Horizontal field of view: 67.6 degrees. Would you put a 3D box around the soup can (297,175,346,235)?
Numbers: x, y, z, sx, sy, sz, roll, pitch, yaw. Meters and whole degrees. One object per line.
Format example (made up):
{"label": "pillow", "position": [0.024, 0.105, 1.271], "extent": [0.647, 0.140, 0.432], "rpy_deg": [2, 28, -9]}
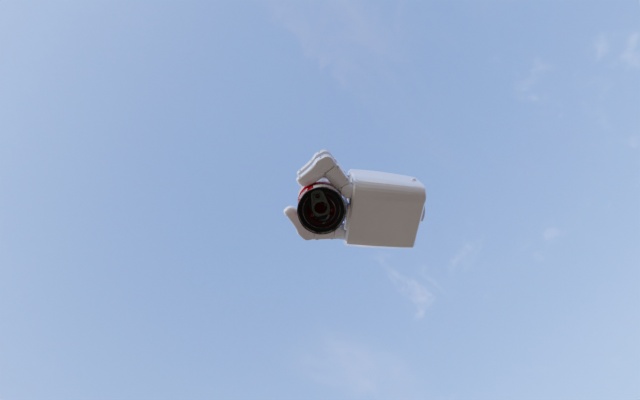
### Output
{"label": "soup can", "position": [0.000, 0.002, 0.701], "extent": [0.068, 0.068, 0.102], "rpy_deg": [0, 14, -2]}
